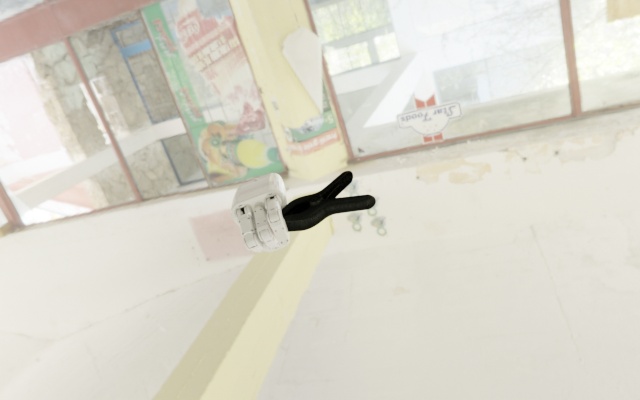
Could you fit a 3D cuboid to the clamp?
[{"bbox_3d":[0.000,0.003,0.810,0.171,0.039,0.120,-18,25,1],"label":"clamp"}]
